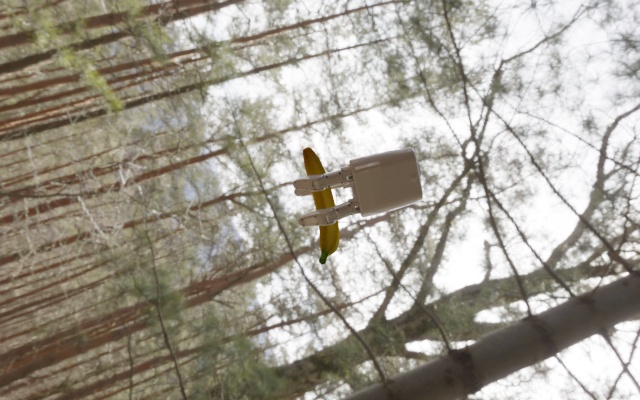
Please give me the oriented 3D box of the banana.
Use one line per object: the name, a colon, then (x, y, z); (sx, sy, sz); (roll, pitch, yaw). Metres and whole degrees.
banana: (0.005, 0.007, 0.817); (0.037, 0.198, 0.069); (-11, -6, 11)
